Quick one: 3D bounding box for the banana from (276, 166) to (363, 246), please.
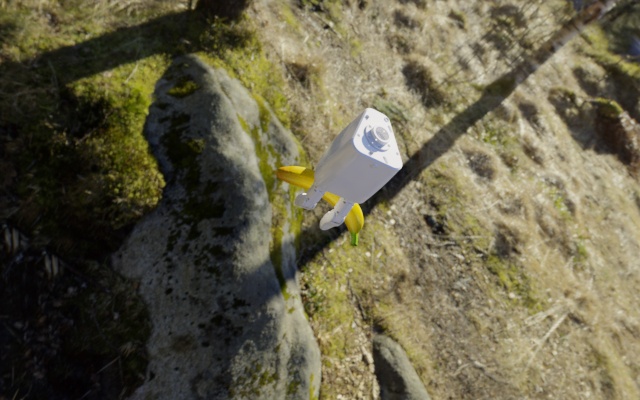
[{"bbox_3d":[0.011,-0.007,0.856,0.037,0.198,0.069,-38,12,52],"label":"banana"}]
